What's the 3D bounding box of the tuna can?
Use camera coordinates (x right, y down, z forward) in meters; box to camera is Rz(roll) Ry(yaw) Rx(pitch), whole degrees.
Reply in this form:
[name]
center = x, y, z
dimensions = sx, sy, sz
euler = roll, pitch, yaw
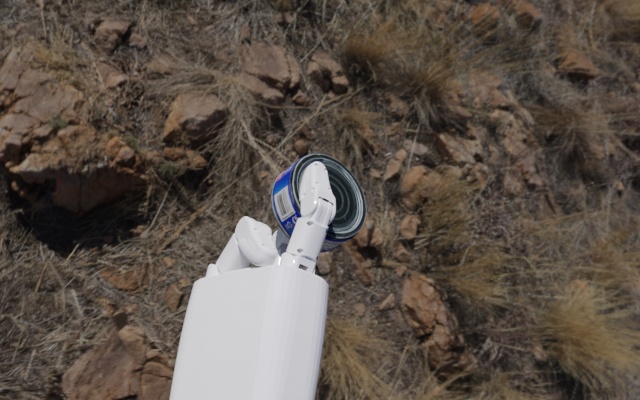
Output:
[tuna can]
center = 0.000, 0.001, 0.432
dimensions = 0.086, 0.086, 0.034
euler = 0, -24, -40
